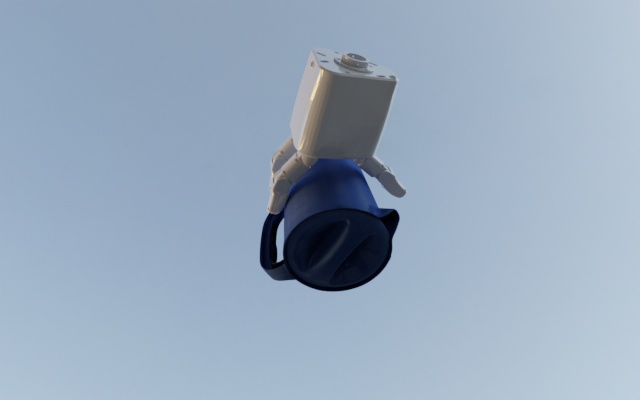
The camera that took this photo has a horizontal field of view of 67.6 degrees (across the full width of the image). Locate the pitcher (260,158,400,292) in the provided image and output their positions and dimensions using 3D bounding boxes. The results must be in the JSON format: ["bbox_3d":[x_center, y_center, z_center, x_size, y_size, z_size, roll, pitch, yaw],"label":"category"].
[{"bbox_3d":[0.000,0.002,0.666,0.149,0.145,0.242,9,33,-14],"label":"pitcher"}]
